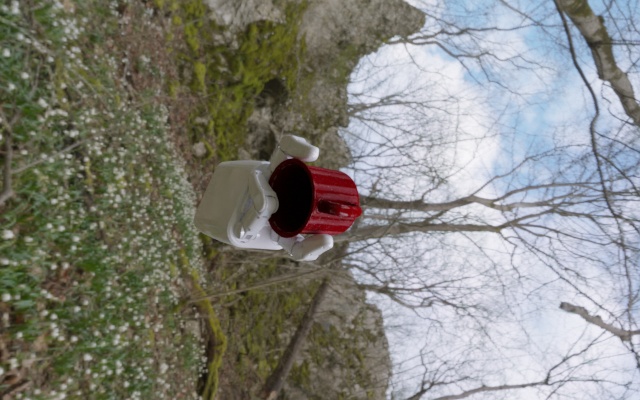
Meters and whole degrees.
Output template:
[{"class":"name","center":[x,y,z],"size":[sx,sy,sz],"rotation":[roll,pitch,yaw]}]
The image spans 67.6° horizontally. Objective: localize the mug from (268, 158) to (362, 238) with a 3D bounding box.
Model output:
[{"class":"mug","center":[0.001,0.002,0.569],"size":[0.081,0.093,0.117],"rotation":[6,4,-42]}]
